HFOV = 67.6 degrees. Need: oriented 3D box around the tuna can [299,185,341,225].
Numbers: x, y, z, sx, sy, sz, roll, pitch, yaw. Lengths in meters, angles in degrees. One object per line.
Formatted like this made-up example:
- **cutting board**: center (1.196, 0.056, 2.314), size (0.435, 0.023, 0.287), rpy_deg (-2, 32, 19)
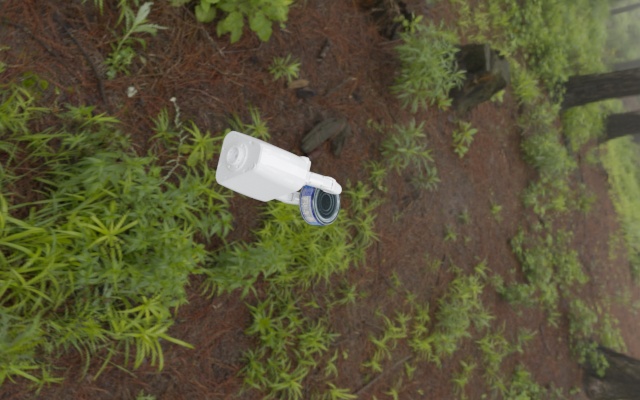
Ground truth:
- **tuna can**: center (0.001, 0.003, 0.879), size (0.034, 0.086, 0.086), rpy_deg (1, 0, 38)
